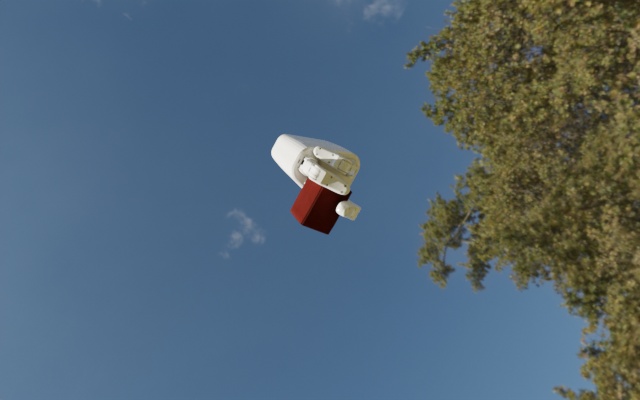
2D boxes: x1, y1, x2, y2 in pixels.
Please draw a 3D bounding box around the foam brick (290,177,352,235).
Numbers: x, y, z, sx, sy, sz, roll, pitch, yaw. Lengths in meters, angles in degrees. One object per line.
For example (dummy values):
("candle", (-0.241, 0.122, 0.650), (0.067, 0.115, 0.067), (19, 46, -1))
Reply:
("foam brick", (0.000, 0.003, 0.721), (0.053, 0.078, 0.051), (25, 8, -33))
